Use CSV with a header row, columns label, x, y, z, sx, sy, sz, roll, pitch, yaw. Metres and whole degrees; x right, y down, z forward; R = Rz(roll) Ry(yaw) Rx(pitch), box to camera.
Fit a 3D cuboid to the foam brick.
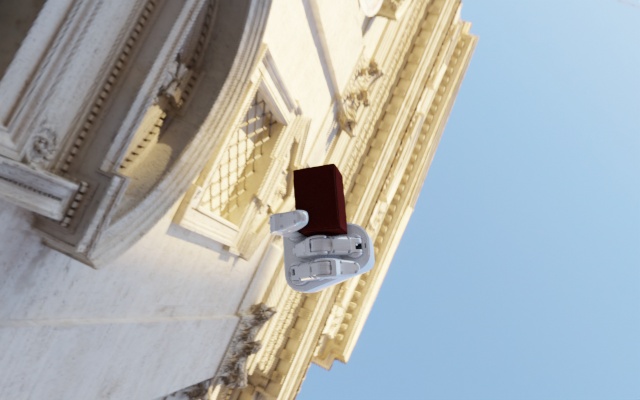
label,x,y,z,sx,sy,sz,roll,pitch,yaw
foam brick,0.000,0.002,0.577,0.053,0.078,0.051,-7,-13,13
